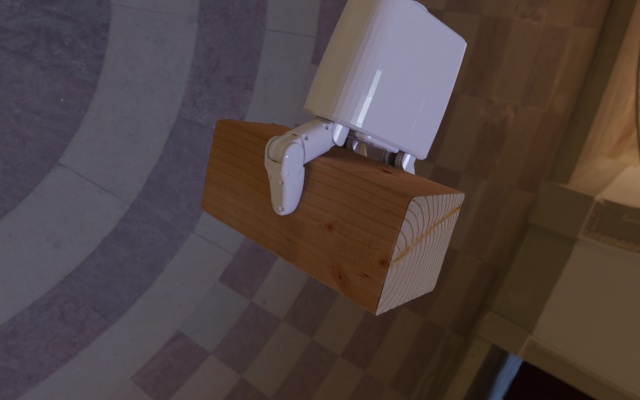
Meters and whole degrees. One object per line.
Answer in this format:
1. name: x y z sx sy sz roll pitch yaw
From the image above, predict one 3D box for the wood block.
1. wood block: 0.000 0.001 0.411 0.206 0.090 0.091 25 18 36
